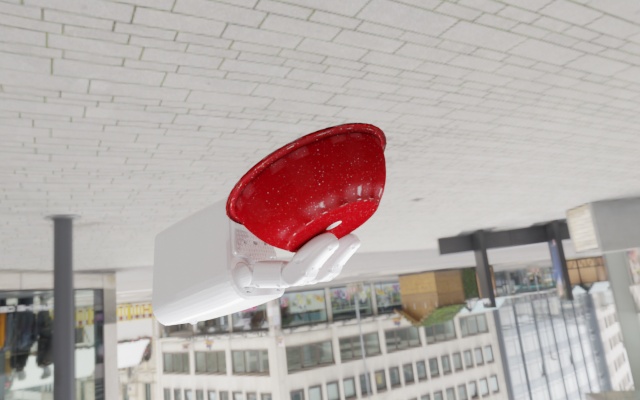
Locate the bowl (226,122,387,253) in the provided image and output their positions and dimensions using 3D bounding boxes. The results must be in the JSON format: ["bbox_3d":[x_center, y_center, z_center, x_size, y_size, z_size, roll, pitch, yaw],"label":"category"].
[{"bbox_3d":[0.001,0.001,0.430,0.162,0.055,0.162,-24,-20,-10],"label":"bowl"}]
